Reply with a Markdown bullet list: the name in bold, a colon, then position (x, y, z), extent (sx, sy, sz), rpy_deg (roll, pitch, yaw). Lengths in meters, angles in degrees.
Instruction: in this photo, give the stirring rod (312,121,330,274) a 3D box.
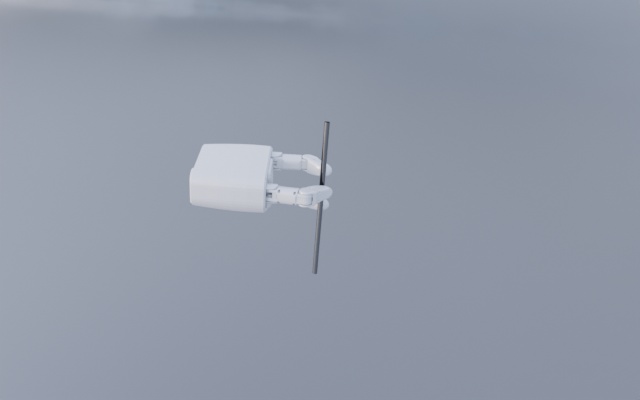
- **stirring rod**: position (0.000, 0.002, 0.710), extent (0.011, 0.240, 0.011), rpy_deg (4, 21, -2)
